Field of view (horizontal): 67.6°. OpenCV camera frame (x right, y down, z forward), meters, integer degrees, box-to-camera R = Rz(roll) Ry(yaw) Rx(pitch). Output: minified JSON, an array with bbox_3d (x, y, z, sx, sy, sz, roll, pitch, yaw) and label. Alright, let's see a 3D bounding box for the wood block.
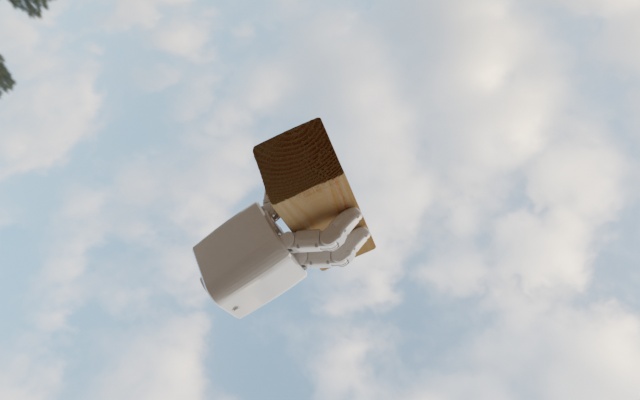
[{"bbox_3d":[0.000,0.002,0.619,0.090,0.090,0.206,-24,-32,3],"label":"wood block"}]
